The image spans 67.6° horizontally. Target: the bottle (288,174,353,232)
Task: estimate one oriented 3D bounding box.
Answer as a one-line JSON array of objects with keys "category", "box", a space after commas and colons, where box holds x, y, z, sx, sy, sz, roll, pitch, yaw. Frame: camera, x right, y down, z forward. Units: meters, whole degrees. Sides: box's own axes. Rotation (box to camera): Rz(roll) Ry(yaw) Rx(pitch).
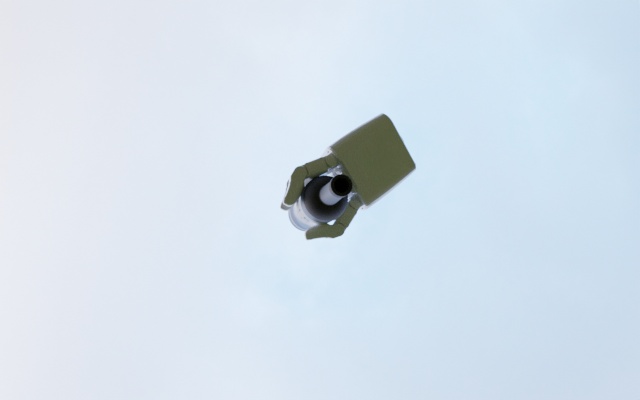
[{"category": "bottle", "box": [0.000, 0.002, 0.718, 0.069, 0.069, 0.296, 0, -8, -10]}]
